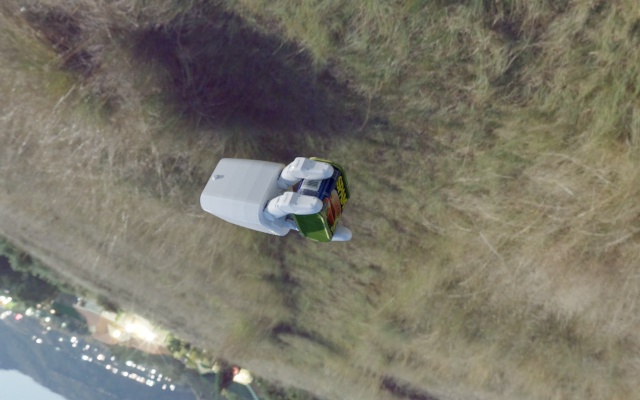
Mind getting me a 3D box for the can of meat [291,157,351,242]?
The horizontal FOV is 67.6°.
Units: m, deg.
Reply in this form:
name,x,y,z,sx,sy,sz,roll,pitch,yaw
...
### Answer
name,x,y,z,sx,sy,sz,roll,pitch,yaw
can of meat,0.000,0.003,0.690,0.057,0.084,0.102,12,-29,19
